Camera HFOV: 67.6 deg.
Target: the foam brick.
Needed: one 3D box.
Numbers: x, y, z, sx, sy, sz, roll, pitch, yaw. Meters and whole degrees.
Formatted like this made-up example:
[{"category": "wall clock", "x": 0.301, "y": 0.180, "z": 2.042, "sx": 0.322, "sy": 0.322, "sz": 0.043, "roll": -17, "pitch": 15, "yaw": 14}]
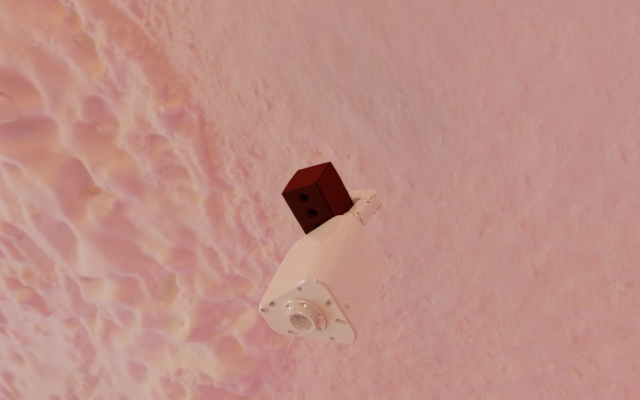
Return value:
[{"category": "foam brick", "x": 0.000, "y": 0.002, "z": 0.576, "sx": 0.053, "sy": 0.078, "sz": 0.051, "roll": -15, "pitch": 26, "yaw": 34}]
